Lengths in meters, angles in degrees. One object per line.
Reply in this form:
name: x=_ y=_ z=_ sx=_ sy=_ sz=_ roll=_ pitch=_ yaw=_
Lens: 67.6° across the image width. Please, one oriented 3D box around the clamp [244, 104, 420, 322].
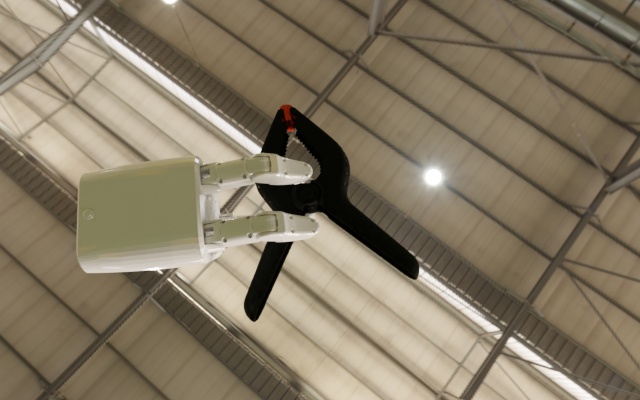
clamp: x=0.000 y=0.001 z=0.466 sx=0.164 sy=0.210 sz=0.036 roll=-7 pitch=-19 yaw=-3
